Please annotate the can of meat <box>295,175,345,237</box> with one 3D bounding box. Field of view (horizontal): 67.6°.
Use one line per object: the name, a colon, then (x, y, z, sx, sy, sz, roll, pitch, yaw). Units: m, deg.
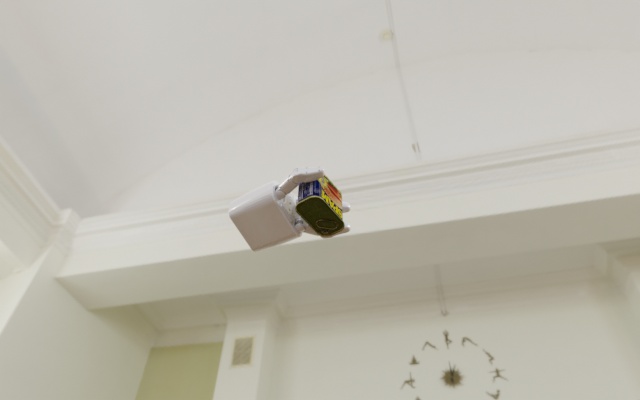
can of meat: (0.000, 0.003, 0.886, 0.057, 0.083, 0.102, -26, -53, 23)
